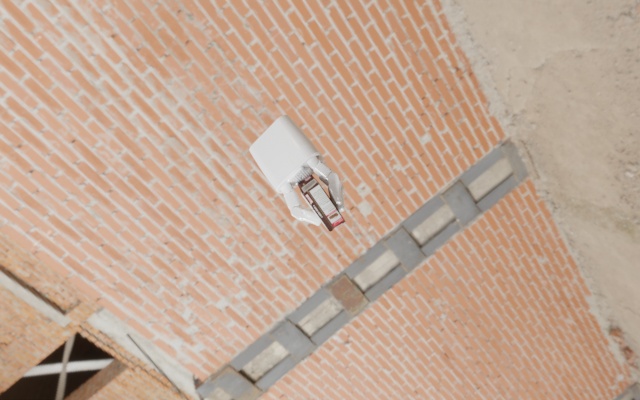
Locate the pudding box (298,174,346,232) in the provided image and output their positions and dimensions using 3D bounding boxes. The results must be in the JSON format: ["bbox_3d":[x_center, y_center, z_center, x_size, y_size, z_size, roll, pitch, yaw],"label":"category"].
[{"bbox_3d":[0.000,0.003,0.890,0.039,0.090,0.113,-35,12,2],"label":"pudding box"}]
